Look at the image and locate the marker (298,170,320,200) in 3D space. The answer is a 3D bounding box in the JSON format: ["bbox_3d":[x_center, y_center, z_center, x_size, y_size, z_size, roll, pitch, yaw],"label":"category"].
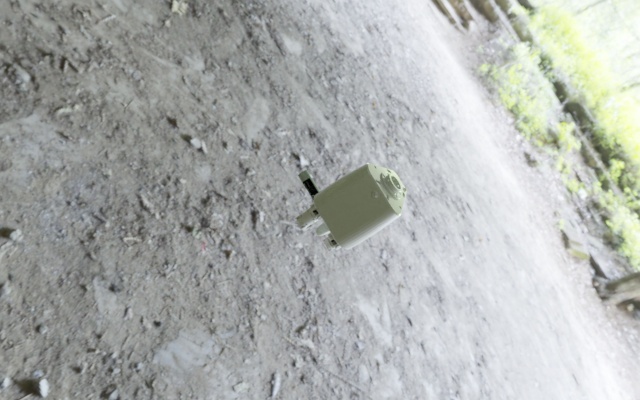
[{"bbox_3d":[0.000,0.003,0.824,0.020,0.121,0.020,-31,-4,-2],"label":"marker"}]
